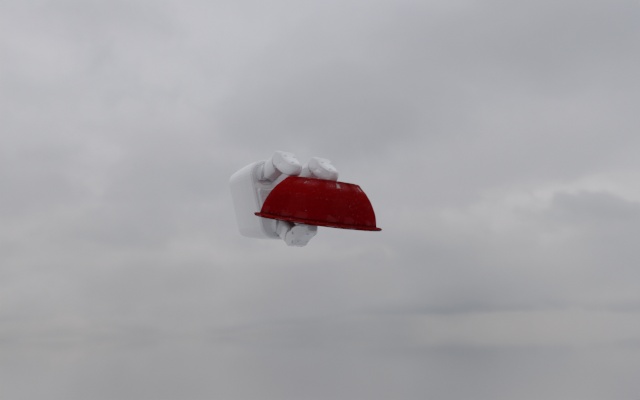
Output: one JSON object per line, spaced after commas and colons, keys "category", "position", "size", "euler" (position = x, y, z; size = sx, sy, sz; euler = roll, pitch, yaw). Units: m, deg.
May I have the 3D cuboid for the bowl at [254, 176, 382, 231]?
{"category": "bowl", "position": [0.001, 0.002, 0.602], "size": [0.162, 0.055, 0.162], "euler": [8, 0, 0]}
